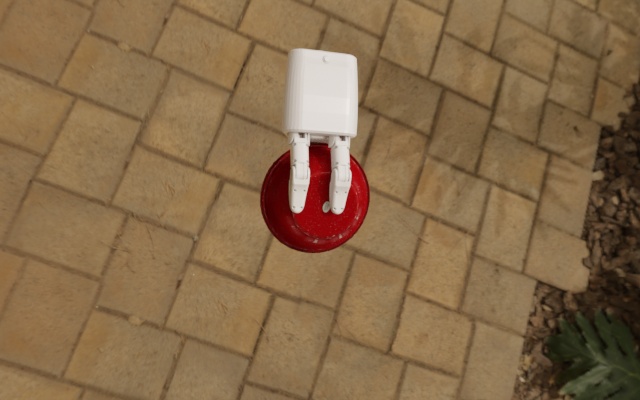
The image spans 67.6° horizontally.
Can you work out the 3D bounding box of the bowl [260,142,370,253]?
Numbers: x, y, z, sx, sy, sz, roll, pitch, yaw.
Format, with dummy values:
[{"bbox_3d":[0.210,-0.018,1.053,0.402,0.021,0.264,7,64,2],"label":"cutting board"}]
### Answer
[{"bbox_3d":[0.000,0.004,0.659,0.162,0.162,0.055,0,11,-14],"label":"bowl"}]
